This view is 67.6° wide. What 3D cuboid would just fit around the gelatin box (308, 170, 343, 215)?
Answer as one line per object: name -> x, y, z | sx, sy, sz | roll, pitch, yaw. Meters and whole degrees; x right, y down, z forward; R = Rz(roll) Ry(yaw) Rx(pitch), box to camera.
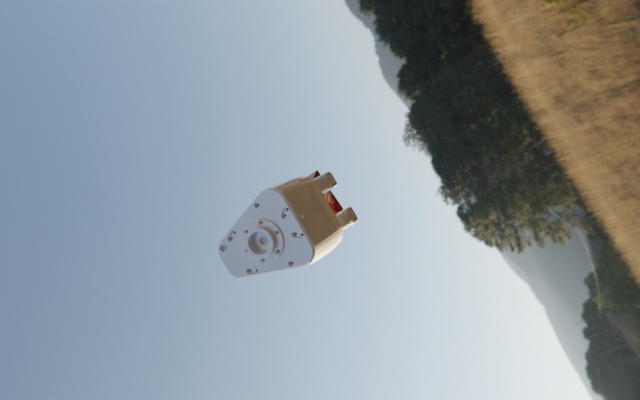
gelatin box -> 0.000, 0.002, 0.689 | 0.030, 0.073, 0.089 | -32, 11, 15
